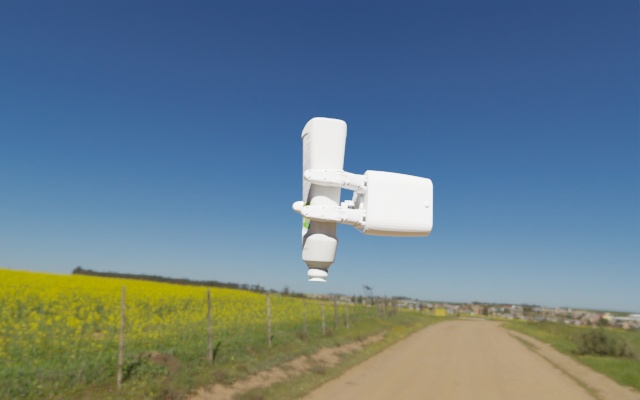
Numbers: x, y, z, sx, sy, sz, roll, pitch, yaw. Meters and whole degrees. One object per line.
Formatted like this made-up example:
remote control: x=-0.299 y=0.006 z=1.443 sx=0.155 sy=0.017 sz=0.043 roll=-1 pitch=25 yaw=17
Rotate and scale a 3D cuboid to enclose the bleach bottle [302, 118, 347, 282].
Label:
bleach bottle: x=0.000 y=0.002 z=0.763 sx=0.068 sy=0.250 sz=0.102 roll=5 pitch=-11 yaw=-9
